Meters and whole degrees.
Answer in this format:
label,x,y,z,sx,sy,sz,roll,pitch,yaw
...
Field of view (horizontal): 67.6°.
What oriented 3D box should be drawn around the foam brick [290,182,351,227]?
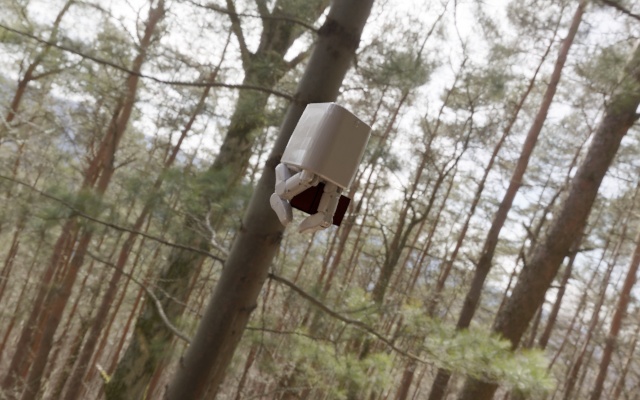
label,x,y,z,sx,sy,sz,roll,pitch,yaw
foam brick,0.000,0.003,0.766,0.053,0.051,0.078,20,-4,45
